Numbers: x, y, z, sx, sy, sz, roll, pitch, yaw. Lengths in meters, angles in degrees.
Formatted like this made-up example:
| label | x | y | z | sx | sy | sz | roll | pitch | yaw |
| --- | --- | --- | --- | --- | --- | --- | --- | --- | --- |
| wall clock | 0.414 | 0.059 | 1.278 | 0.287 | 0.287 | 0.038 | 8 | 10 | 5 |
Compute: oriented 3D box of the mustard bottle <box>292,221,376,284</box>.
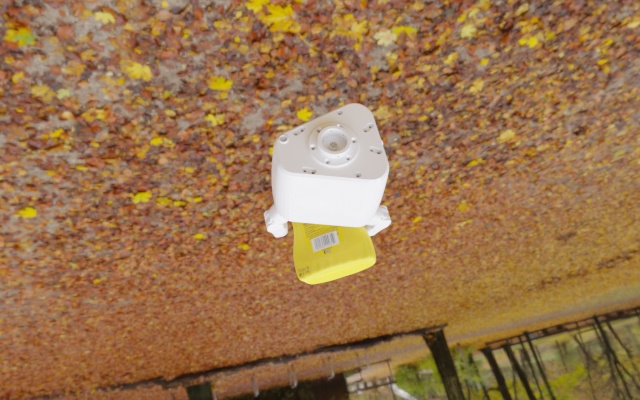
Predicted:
| label | x | y | z | sx | sy | sz | roll | pitch | yaw |
| --- | --- | --- | --- | --- | --- | --- | --- | --- | --- |
| mustard bottle | 0.000 | 0.002 | 0.607 | 0.096 | 0.191 | 0.058 | -20 | -24 | 15 |
